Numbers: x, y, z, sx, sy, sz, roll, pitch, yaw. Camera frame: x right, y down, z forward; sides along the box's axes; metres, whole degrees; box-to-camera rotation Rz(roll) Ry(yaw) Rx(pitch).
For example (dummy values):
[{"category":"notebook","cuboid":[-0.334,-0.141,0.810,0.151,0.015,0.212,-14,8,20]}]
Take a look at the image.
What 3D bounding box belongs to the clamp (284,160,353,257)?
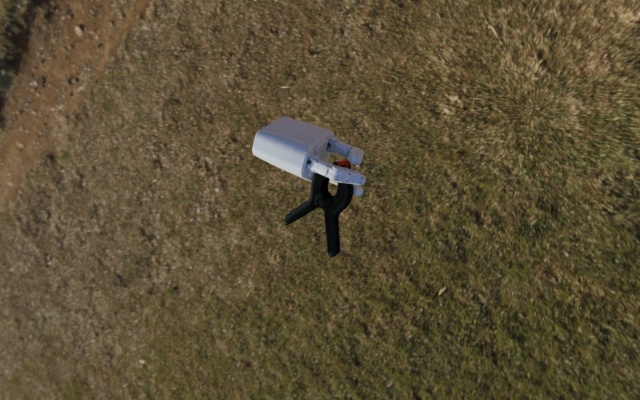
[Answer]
[{"category":"clamp","cuboid":[0.000,0.003,0.839,0.120,0.171,0.039,23,18,19]}]
